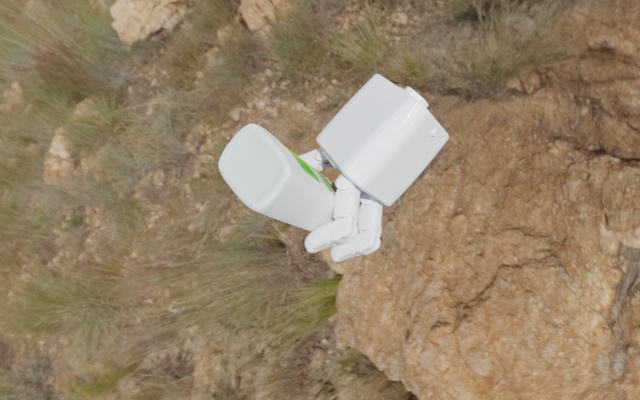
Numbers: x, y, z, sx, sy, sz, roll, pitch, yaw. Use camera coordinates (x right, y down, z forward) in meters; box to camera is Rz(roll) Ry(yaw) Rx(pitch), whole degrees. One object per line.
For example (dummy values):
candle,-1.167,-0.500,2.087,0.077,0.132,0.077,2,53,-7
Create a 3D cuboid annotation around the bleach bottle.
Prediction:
bleach bottle,0.000,0.002,0.568,0.102,0.068,0.251,47,12,36
